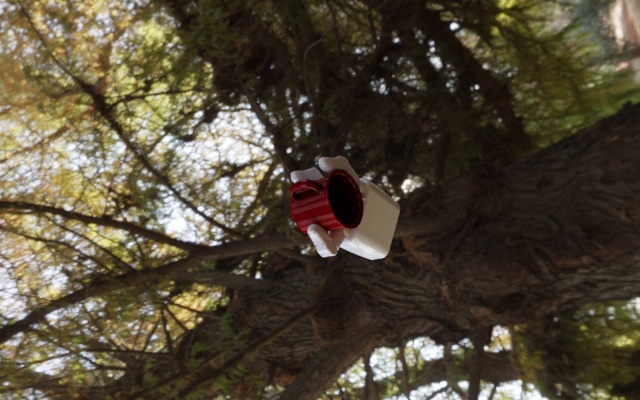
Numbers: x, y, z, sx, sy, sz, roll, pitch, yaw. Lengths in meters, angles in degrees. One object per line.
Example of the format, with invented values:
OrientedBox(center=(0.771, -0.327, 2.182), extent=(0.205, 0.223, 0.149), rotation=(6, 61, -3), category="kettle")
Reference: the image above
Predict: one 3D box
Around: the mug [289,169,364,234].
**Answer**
OrientedBox(center=(-0.001, 0.002, 0.733), extent=(0.081, 0.093, 0.117), rotation=(-17, -33, 36), category="mug")
